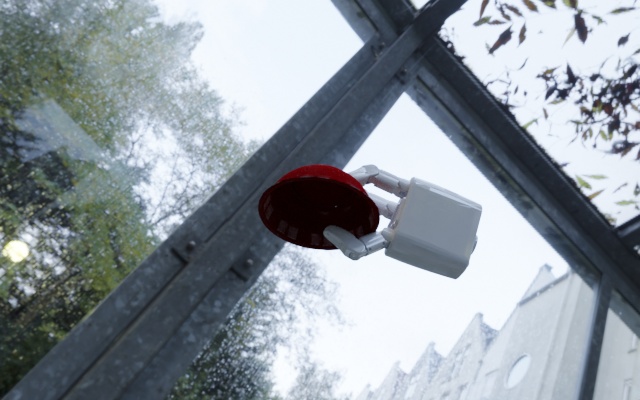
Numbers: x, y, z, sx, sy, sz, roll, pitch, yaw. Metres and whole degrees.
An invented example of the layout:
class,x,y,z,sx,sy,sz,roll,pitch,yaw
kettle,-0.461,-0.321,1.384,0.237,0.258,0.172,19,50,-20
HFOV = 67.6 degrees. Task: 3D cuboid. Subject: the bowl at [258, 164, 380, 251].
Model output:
class,x,y,z,sx,sy,sz,roll,pitch,yaw
bowl,-0.001,0.001,0.643,0.162,0.055,0.162,5,-37,4
